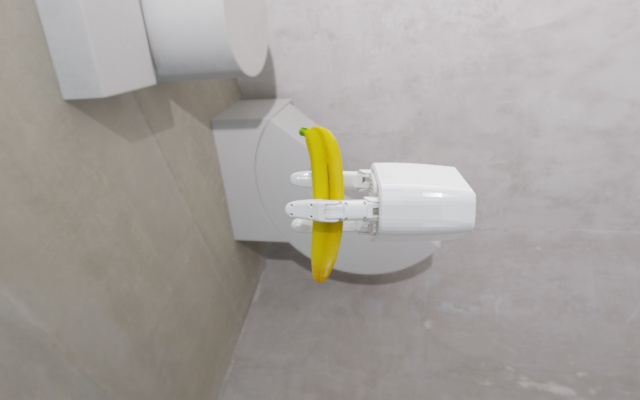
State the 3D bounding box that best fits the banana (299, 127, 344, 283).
[{"bbox_3d":[0.005,-0.007,0.556,0.037,0.197,0.070,0,-17,-15],"label":"banana"}]
